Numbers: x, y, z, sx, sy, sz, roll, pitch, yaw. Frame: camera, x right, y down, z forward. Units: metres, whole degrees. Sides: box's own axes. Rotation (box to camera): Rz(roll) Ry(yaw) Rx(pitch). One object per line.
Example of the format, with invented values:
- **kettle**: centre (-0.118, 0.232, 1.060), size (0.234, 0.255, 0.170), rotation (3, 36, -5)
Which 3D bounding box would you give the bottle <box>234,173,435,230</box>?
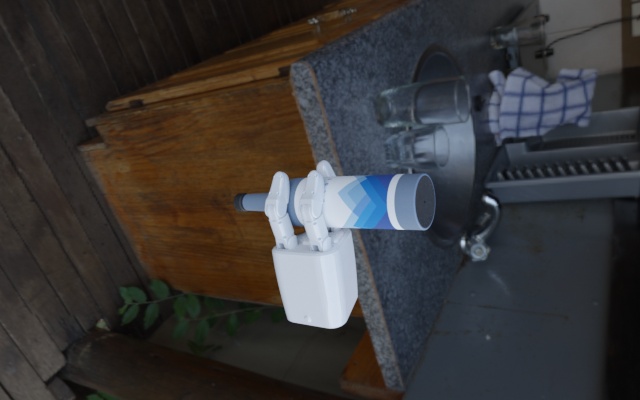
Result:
- **bottle**: centre (0.000, 0.002, 0.638), size (0.295, 0.069, 0.069), rotation (0, 0, 34)
